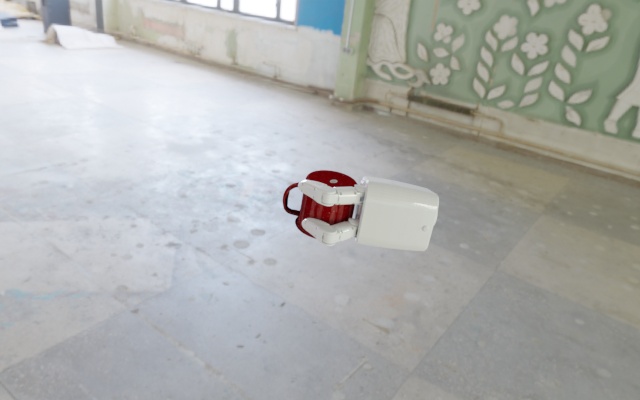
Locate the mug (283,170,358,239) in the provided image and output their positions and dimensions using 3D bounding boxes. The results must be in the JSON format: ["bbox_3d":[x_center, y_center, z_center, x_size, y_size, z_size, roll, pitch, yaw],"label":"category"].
[{"bbox_3d":[-0.001,0.002,0.736,0.117,0.081,0.093,10,25,0],"label":"mug"}]
